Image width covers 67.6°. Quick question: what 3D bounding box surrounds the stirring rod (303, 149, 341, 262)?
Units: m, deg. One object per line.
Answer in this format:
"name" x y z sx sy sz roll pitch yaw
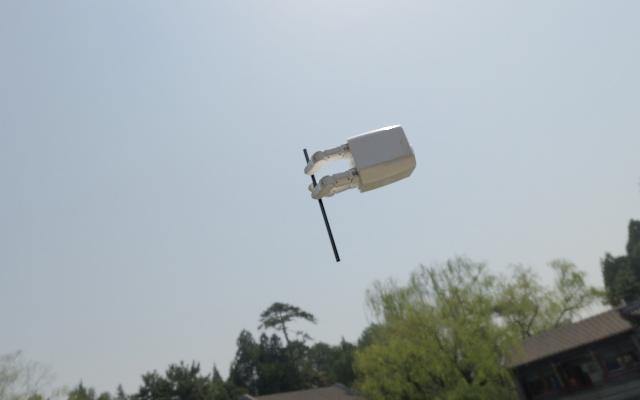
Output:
"stirring rod" 0.000 0.003 0.885 0.011 0.239 0.011 -13 -27 -7
